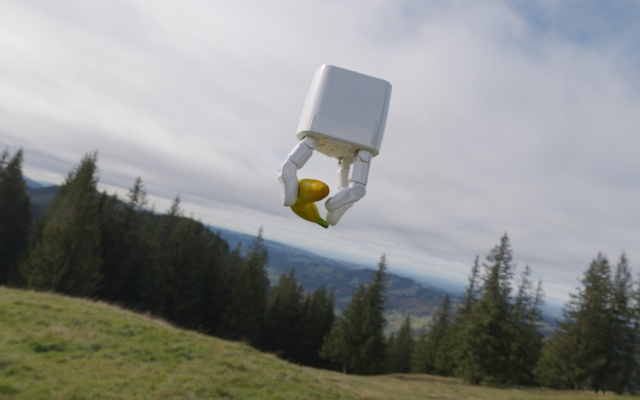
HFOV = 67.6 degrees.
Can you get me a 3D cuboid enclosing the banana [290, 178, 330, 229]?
[{"bbox_3d":[-0.018,-0.002,0.705,0.069,0.037,0.198,16,-14,6],"label":"banana"}]
